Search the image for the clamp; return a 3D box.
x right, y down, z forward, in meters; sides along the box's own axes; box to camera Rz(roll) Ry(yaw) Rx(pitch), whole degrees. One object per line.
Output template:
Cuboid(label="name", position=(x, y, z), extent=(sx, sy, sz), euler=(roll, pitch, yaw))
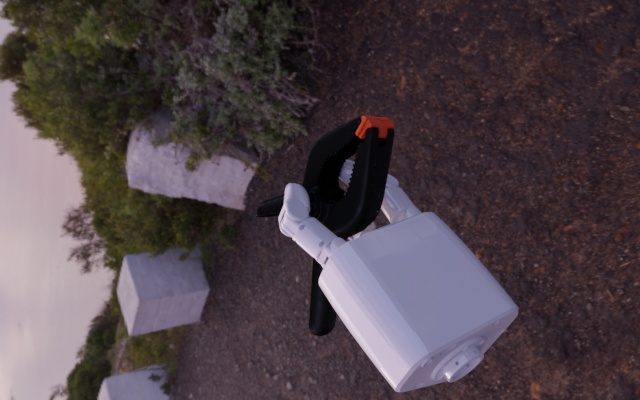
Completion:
Cuboid(label="clamp", position=(0.000, 0.001, 0.448), extent=(0.036, 0.210, 0.164), euler=(-4, 42, -36))
